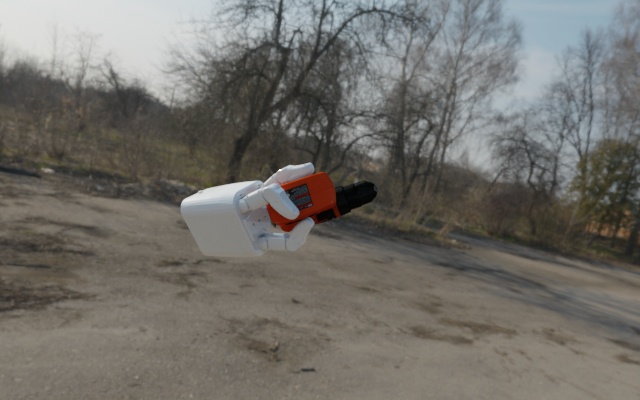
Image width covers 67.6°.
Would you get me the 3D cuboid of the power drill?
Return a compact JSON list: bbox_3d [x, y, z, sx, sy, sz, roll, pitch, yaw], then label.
[{"bbox_3d":[0.000,0.003,0.774,0.184,0.057,0.188,-21,-11,7],"label":"power drill"}]
